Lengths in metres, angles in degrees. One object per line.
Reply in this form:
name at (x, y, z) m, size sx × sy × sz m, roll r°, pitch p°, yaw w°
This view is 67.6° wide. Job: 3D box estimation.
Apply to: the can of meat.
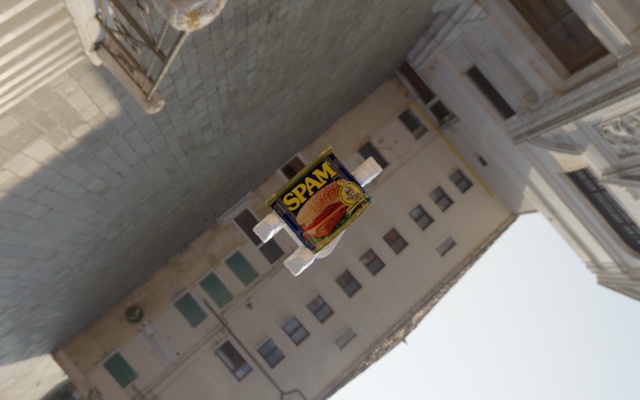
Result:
can of meat at (0.000, 0.002, 0.565) m, size 0.102 × 0.084 × 0.057 m, roll -41°, pitch 0°, yaw -6°
